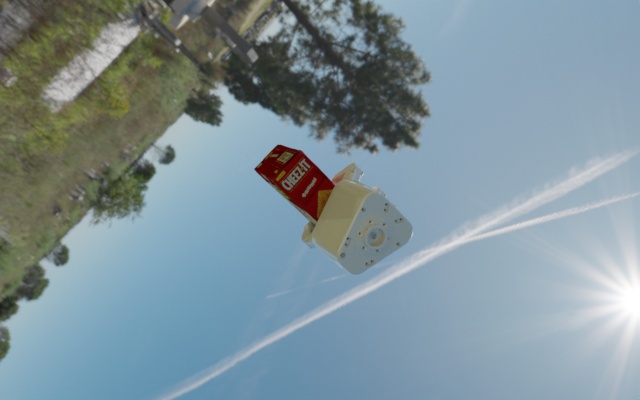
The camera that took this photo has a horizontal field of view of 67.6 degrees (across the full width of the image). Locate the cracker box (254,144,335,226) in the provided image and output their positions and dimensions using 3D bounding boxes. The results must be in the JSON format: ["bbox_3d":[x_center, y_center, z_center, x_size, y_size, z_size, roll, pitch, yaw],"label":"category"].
[{"bbox_3d":[0.000,0.003,0.801,0.214,0.072,0.164,44,-5,-19],"label":"cracker box"}]
